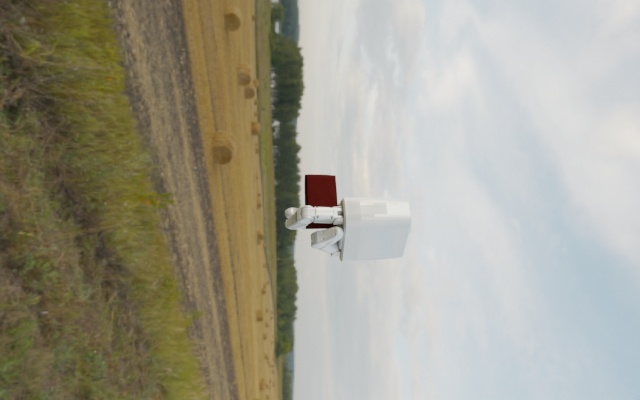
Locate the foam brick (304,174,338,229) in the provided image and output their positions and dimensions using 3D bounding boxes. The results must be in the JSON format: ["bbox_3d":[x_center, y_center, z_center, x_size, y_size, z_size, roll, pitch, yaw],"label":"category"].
[{"bbox_3d":[0.000,0.002,0.789,0.051,0.078,0.053,-1,-27,-3],"label":"foam brick"}]
